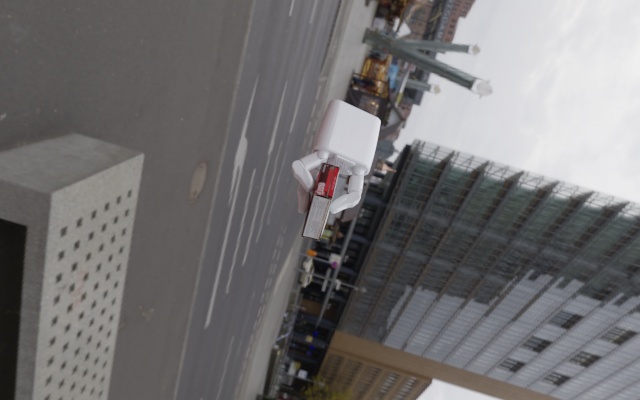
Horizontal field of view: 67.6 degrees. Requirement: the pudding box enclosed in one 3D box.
[{"bbox_3d":[0.000,0.003,0.857,0.039,0.114,0.090,15,43,2],"label":"pudding box"}]
